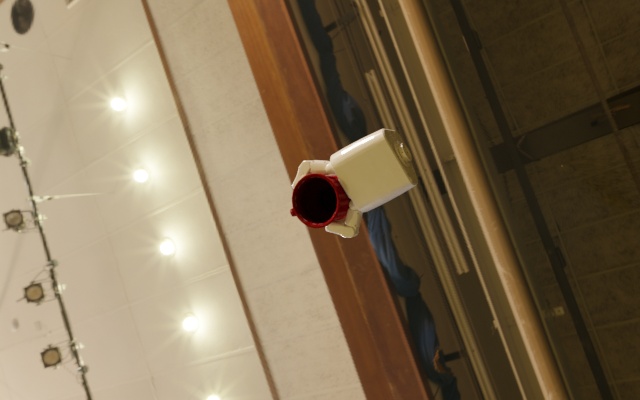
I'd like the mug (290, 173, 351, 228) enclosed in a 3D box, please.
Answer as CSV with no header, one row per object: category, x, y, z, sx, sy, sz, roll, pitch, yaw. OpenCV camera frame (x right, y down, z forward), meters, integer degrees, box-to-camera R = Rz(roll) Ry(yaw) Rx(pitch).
mug,-0.001,0.003,0.845,0.117,0.093,0.081,-27,-8,27
